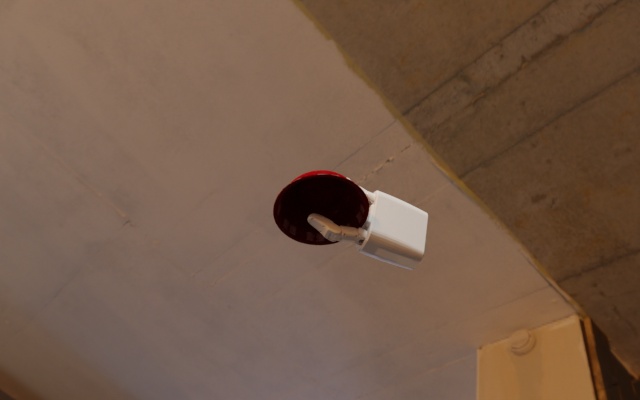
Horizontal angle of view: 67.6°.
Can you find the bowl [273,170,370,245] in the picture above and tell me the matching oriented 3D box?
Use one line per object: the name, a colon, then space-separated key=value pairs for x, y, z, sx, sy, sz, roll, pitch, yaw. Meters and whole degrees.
bowl: x=-0.001 y=0.002 z=0.815 sx=0.162 sy=0.162 sz=0.055 roll=0 pitch=42 yaw=-4
